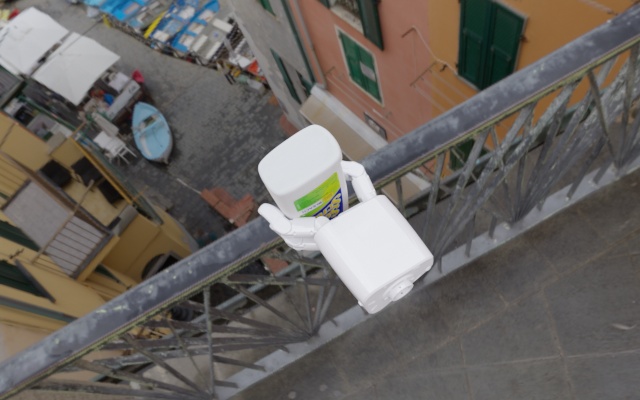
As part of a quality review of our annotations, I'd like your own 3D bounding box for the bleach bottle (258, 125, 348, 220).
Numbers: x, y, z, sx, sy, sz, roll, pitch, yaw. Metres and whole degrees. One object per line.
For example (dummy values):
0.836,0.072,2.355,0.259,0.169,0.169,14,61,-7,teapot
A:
0.000,0.002,0.669,0.102,0.068,0.251,-34,-27,-3,bleach bottle
